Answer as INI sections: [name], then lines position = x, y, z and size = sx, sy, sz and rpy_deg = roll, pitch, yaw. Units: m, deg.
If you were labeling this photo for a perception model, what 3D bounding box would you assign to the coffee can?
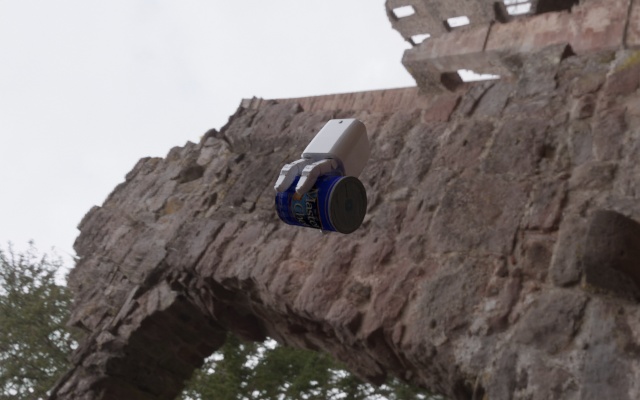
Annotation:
[coffee can]
position = 0.000, 0.003, 0.882
size = 0.140, 0.103, 0.103
rpy_deg = 6, 4, 42
